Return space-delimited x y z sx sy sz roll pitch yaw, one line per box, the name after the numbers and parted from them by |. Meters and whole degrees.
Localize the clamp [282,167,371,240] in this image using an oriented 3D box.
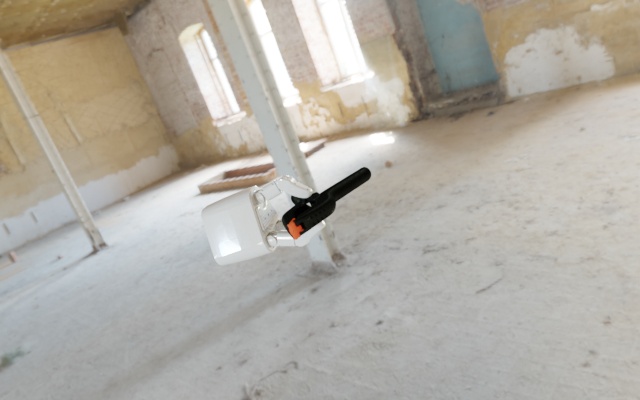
-0.001 0.002 0.799 0.164 0.036 0.210 -22 14 19 | clamp
